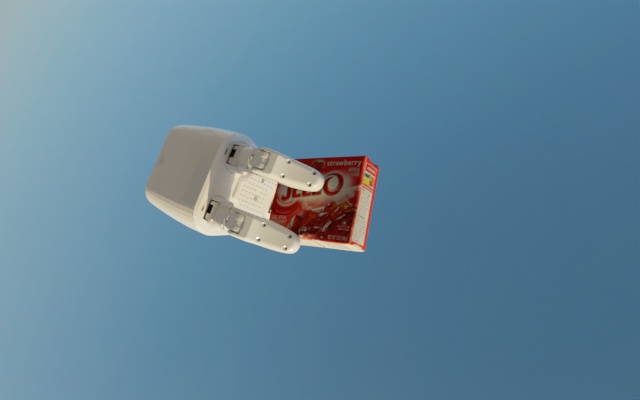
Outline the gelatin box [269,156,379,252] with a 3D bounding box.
[{"bbox_3d":[0.001,0.001,0.404,0.089,0.073,0.030,2,-16,35],"label":"gelatin box"}]
